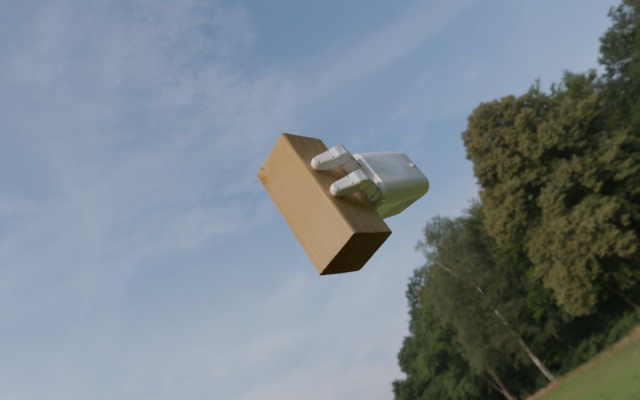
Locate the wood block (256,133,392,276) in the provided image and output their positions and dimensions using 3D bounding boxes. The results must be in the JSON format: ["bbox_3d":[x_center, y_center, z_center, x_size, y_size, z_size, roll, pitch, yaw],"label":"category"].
[{"bbox_3d":[0.000,0.002,0.720,0.090,0.091,0.206,2,43,-45],"label":"wood block"}]
